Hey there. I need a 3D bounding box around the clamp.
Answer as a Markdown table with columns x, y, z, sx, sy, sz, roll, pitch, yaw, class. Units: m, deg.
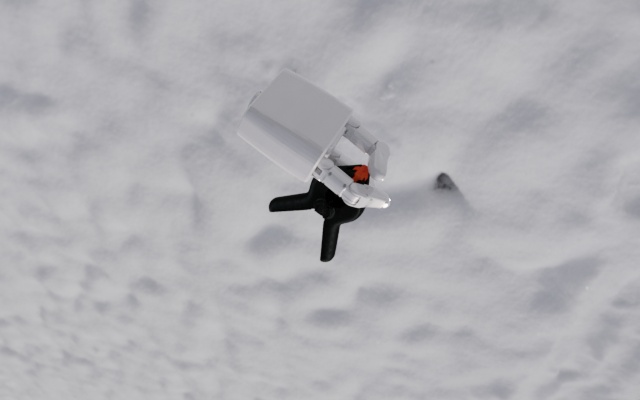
| x | y | z | sx | sy | sz | roll | pitch | yaw | class |
| --- | --- | --- | --- | --- | --- | --- | --- | --- | --- |
| 0.000 | 0.002 | 0.641 | 0.120 | 0.171 | 0.039 | 34 | 40 | 0 | clamp |
